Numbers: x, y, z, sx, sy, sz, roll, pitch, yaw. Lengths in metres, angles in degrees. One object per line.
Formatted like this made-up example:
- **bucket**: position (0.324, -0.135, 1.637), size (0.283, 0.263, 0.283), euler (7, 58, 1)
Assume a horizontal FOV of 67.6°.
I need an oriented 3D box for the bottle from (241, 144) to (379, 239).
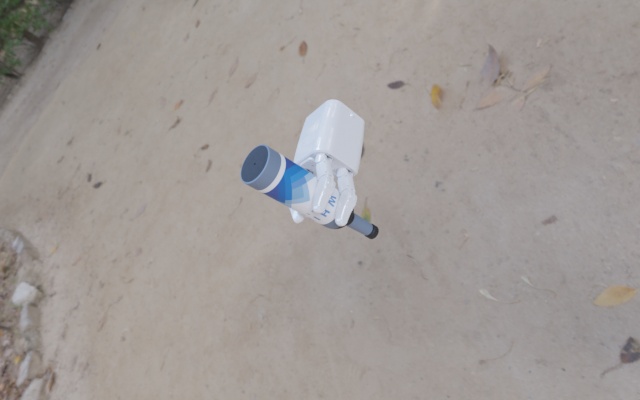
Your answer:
- **bottle**: position (0.000, 0.003, 0.809), size (0.069, 0.069, 0.296), euler (0, -23, 47)
